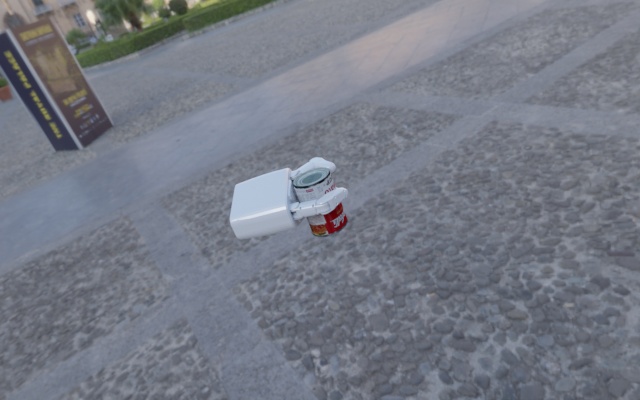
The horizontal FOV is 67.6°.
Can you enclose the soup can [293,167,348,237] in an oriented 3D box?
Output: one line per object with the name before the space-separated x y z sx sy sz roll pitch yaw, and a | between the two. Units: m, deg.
soup can | 0.000 0.002 0.822 0.068 0.102 0.068 -17 26 8
